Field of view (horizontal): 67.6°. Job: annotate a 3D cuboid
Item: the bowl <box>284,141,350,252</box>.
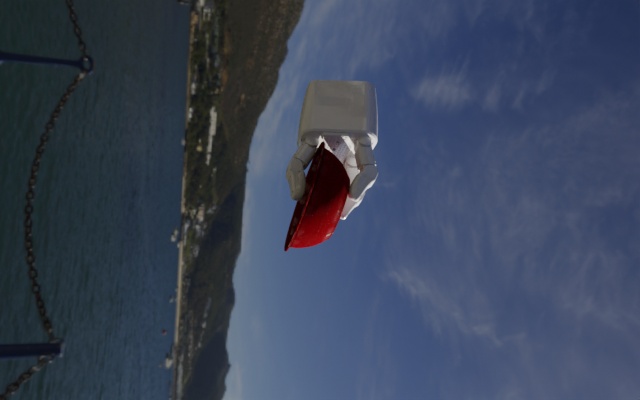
[{"bbox_3d":[0.000,0.004,0.668,0.055,0.162,0.162,20,-2,-6],"label":"bowl"}]
